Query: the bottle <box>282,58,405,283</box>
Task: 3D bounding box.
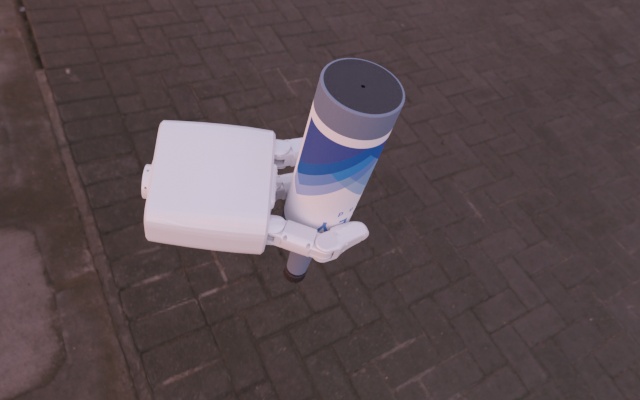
[{"bbox_3d":[0.000,0.001,0.471,0.069,0.069,0.296,0,-36,-16],"label":"bottle"}]
